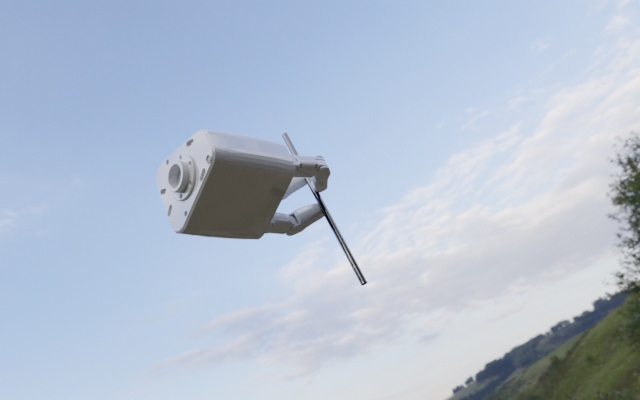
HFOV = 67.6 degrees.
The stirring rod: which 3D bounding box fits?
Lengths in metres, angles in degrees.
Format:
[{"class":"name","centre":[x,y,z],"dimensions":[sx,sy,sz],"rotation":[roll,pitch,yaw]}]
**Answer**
[{"class":"stirring rod","centre":[0.000,0.002,0.601],"dimensions":[0.011,0.239,0.011],"rotation":[-21,-30,-13]}]
